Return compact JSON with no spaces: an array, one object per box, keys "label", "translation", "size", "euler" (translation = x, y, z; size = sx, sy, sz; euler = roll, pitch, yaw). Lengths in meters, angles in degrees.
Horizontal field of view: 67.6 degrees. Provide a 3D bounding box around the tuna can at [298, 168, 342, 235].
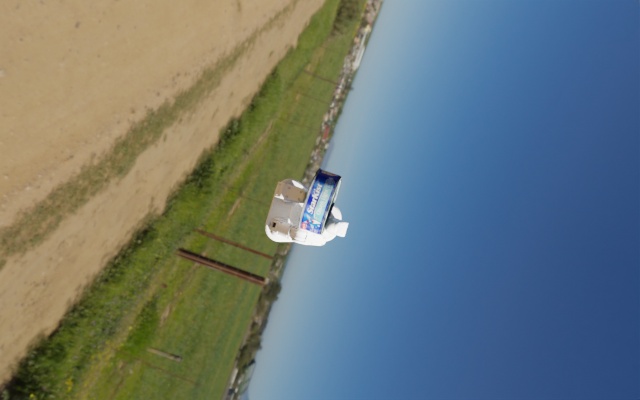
[{"label":"tuna can","translation":[0.001,0.002,0.644],"size":[0.034,0.086,0.086],"euler":[19,2,5]}]
